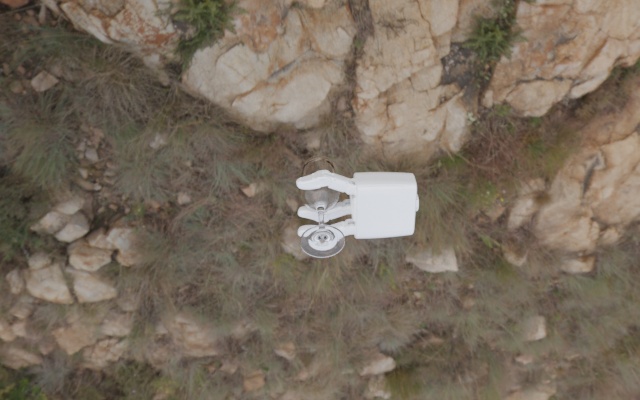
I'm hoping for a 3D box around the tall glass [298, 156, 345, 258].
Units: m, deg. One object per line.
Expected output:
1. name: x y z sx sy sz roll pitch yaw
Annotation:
1. tall glass: 0.000 0.003 0.848 0.079 0.079 0.200 0 41 -3
